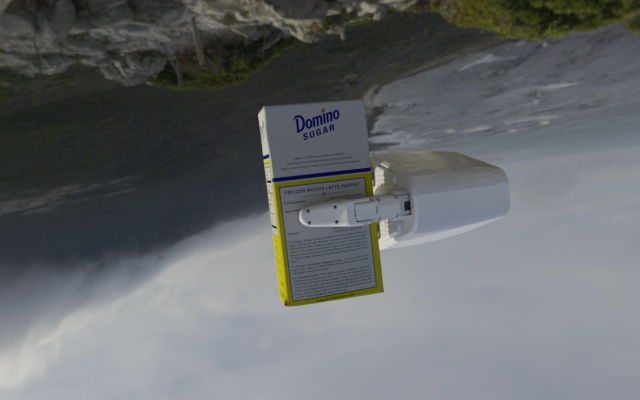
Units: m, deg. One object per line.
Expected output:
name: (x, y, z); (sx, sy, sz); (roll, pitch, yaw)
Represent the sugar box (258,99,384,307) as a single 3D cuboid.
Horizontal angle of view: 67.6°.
sugar box: (0.000, 0.002, 0.435); (0.093, 0.176, 0.048); (-6, 1, -14)
